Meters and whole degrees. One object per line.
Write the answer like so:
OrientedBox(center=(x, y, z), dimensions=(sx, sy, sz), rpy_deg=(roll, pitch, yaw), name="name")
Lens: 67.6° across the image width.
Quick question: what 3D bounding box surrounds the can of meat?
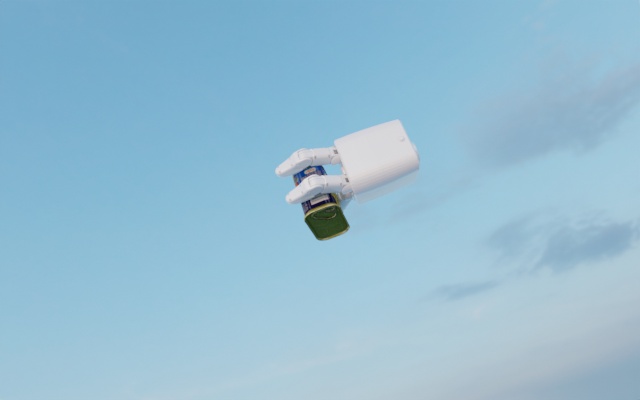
OrientedBox(center=(0.000, 0.002, 0.749), dimensions=(0.057, 0.084, 0.102), rpy_deg=(-22, -31, 5), name="can of meat")
